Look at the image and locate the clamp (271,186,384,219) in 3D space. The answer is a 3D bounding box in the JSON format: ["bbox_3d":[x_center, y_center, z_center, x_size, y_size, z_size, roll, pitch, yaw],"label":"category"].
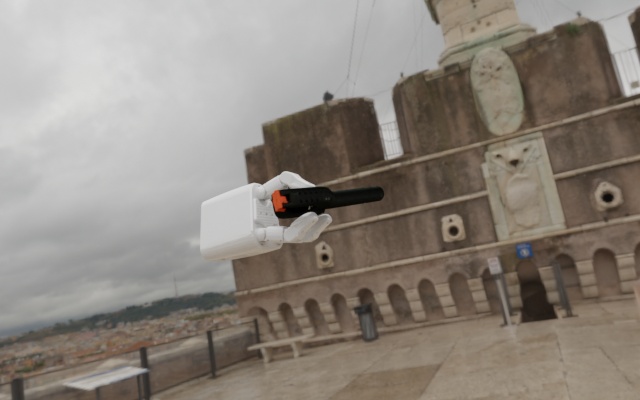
[{"bbox_3d":[-0.001,0.002,0.742,0.164,0.036,0.210,-19,-13,21],"label":"clamp"}]
